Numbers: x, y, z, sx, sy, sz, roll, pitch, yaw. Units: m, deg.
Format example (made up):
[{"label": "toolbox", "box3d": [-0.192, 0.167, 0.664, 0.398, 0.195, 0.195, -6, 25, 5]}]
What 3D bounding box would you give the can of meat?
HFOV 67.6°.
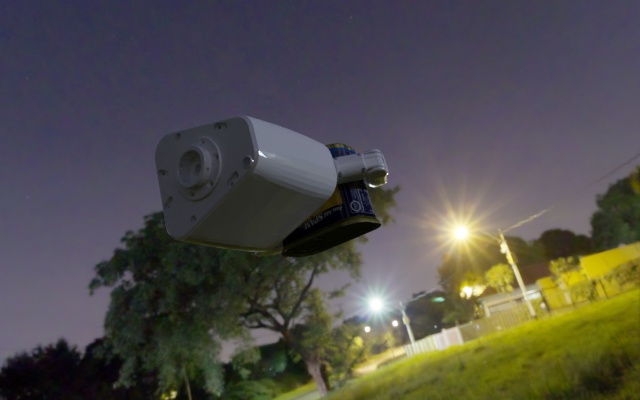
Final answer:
[{"label": "can of meat", "box3d": [0.000, 0.001, 0.482, 0.102, 0.084, 0.057, -26, -21, 30]}]
